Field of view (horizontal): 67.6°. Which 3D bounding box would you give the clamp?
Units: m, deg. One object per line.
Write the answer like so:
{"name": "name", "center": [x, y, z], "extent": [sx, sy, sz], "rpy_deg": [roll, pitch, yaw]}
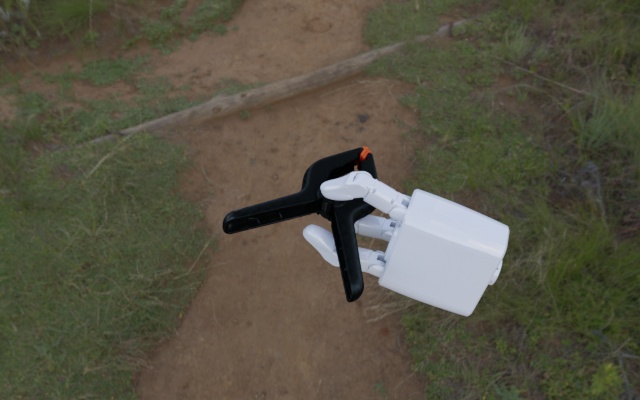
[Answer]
{"name": "clamp", "center": [0.001, 0.001, 0.549], "extent": [0.164, 0.209, 0.036], "rpy_deg": [23, -42, 7]}
